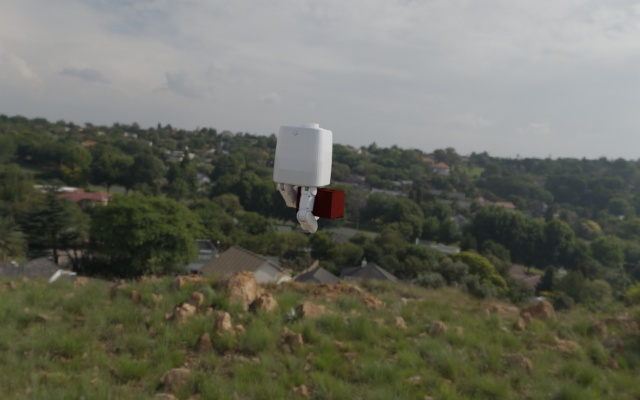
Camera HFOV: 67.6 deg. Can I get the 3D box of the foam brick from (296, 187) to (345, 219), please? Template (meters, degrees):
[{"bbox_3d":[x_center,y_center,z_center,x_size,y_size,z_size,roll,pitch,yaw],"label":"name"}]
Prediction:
[{"bbox_3d":[0.000,0.003,0.899,0.078,0.051,0.053,9,7,29],"label":"foam brick"}]
